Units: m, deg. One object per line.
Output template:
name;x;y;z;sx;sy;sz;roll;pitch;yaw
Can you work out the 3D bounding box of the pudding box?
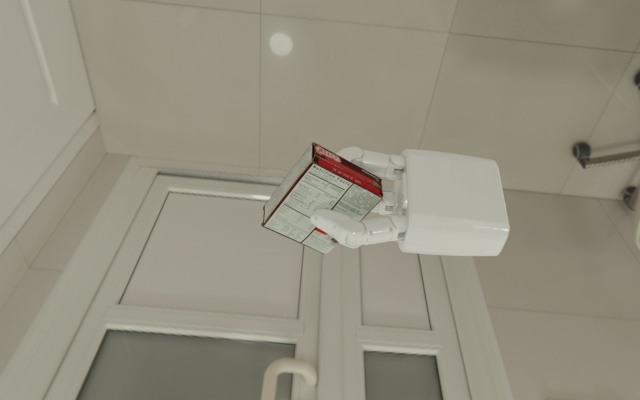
pudding box;0.000;0.002;0.524;0.090;0.113;0.039;27;35;-20
